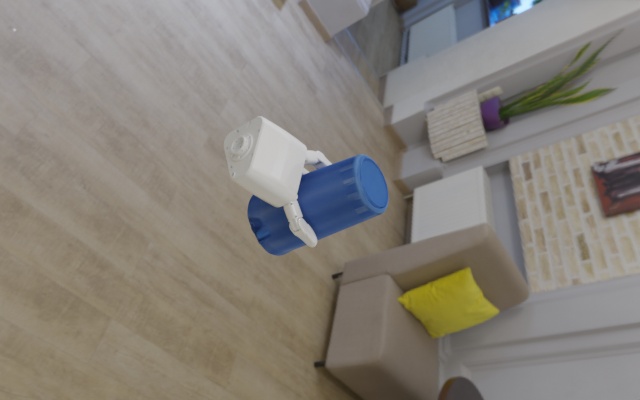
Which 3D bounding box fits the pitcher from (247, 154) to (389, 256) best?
[{"bbox_3d":[0.000,0.003,0.873,0.243,0.149,0.145,-21,-36,32],"label":"pitcher"}]
